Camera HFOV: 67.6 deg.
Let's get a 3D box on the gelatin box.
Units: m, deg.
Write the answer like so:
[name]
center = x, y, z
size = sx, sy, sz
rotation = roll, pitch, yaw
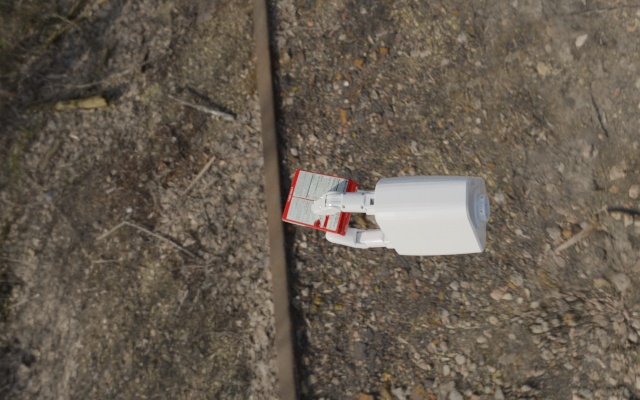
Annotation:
[gelatin box]
center = 0.000, 0.002, 0.638
size = 0.089, 0.073, 0.030
rotation = 12, -6, 28
